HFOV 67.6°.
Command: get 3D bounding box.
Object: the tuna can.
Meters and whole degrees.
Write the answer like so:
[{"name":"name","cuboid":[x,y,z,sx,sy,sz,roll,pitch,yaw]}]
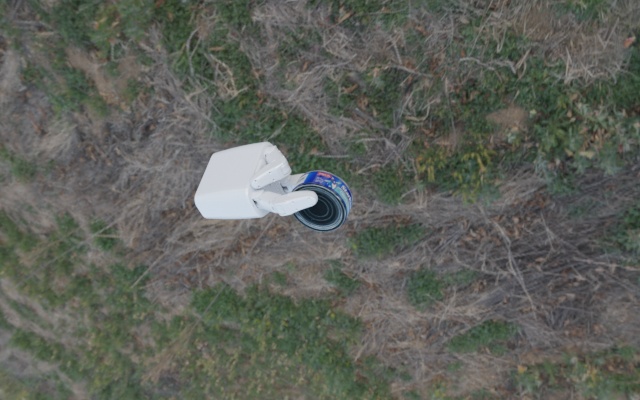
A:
[{"name":"tuna can","cuboid":[0.000,0.003,0.665,0.086,0.086,0.033,0,36,23]}]
